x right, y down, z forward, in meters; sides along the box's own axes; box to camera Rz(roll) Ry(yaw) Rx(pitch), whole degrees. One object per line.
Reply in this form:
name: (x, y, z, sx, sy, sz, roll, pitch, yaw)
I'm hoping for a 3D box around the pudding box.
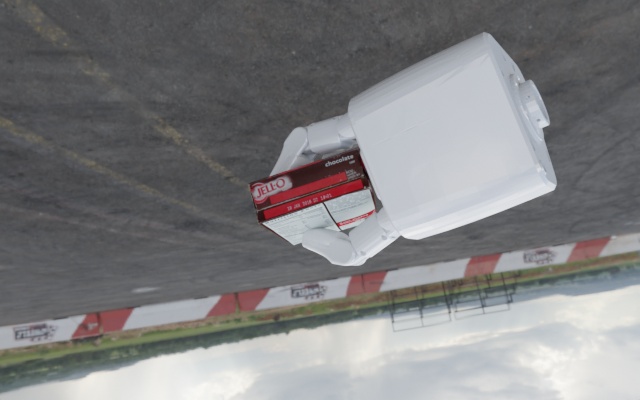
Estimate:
pudding box: (0.000, 0.001, 0.404, 0.090, 0.039, 0.113, -17, -18, 6)
